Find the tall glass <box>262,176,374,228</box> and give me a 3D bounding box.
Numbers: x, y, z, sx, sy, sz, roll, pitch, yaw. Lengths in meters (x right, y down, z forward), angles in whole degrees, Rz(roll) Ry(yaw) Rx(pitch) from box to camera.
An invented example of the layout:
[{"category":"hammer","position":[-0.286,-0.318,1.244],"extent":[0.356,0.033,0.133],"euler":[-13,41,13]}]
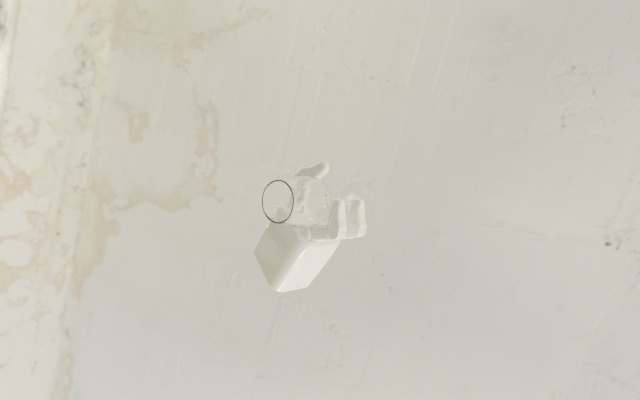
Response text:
[{"category":"tall glass","position":[0.001,0.002,0.746],"extent":[0.079,0.079,0.201],"euler":[0,-1,37]}]
